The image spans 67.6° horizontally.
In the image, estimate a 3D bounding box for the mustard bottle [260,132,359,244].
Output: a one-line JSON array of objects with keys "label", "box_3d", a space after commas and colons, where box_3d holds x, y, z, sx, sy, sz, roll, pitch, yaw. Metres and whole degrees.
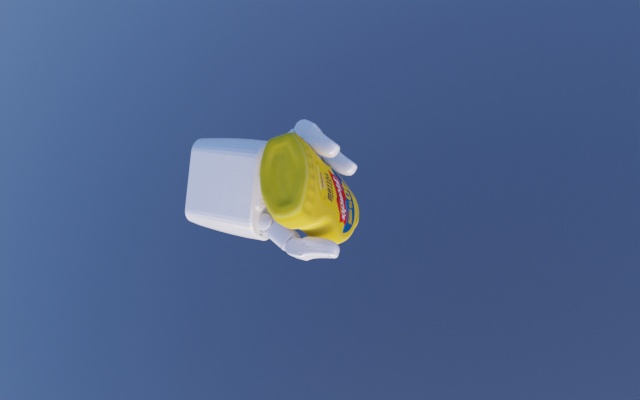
[{"label": "mustard bottle", "box_3d": [0.000, 0.002, 0.558, 0.058, 0.096, 0.192, -17, -24, 19]}]
